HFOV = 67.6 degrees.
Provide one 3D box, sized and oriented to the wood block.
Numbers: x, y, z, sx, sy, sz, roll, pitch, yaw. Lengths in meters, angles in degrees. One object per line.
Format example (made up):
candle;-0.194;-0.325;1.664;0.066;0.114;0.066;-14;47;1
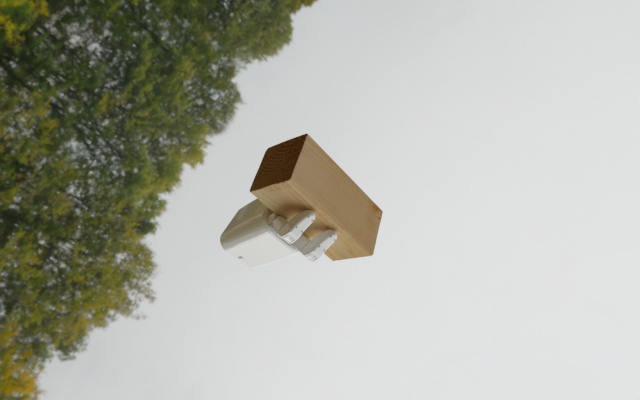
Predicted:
wood block;0.000;0.002;0.755;0.090;0.090;0.206;-14;-44;39
